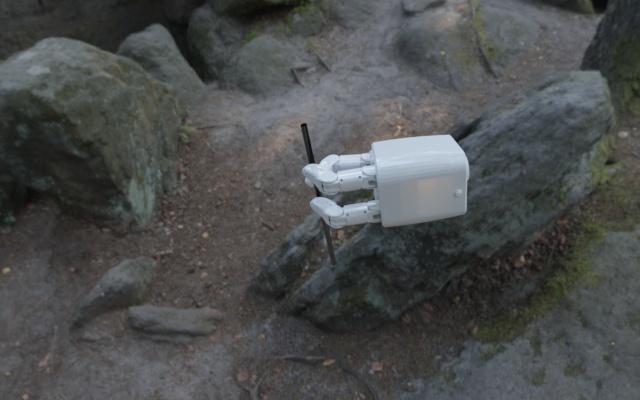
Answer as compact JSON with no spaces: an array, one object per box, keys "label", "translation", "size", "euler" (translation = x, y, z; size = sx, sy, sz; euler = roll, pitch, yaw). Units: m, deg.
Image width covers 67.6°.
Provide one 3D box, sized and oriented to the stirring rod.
[{"label":"stirring rod","translation":[0.000,0.002,0.649],"size":[0.011,0.240,0.011],"euler":[-8,38,6]}]
